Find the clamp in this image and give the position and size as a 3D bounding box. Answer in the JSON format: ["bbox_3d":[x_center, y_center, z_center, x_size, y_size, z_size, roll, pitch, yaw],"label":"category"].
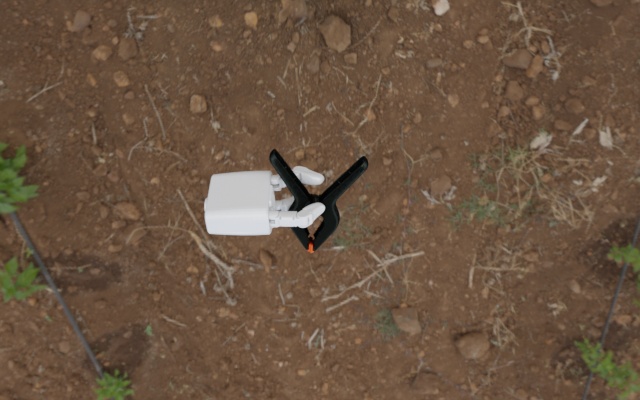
[{"bbox_3d":[0.000,0.004,0.841,0.164,0.210,0.036,-1,34,2],"label":"clamp"}]
